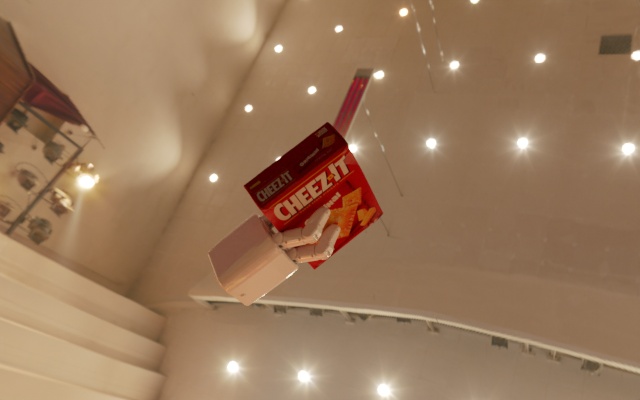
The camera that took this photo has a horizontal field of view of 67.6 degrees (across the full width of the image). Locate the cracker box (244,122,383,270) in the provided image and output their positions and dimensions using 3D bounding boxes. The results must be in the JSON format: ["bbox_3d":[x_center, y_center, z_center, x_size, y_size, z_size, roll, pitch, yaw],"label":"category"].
[{"bbox_3d":[0.000,0.003,0.785,0.072,0.164,0.214,50,-3,38],"label":"cracker box"}]
